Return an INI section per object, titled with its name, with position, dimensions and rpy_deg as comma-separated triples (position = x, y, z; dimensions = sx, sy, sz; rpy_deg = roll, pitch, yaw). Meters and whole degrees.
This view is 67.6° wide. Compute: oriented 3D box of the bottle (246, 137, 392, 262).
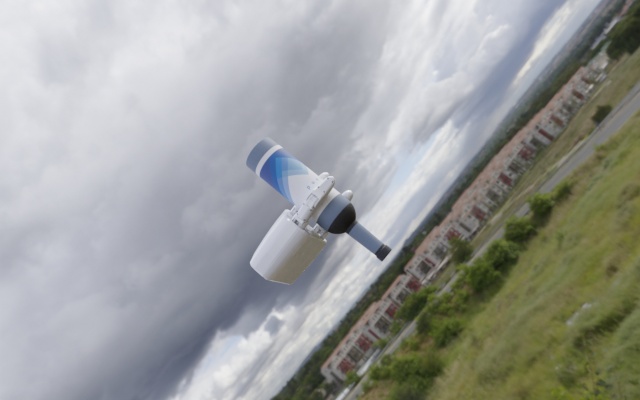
[bottle]
position = 0.000, 0.003, 0.835
dimensions = 0.295, 0.069, 0.069
rpy_deg = 39, 9, 11
